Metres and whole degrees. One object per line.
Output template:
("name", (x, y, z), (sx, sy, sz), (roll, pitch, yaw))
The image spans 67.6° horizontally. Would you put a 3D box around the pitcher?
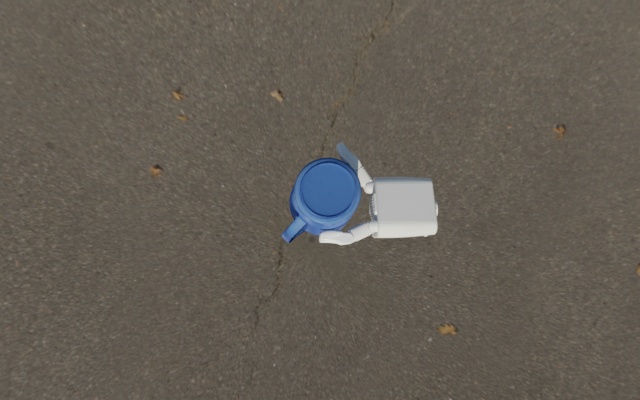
("pitcher", (0.000, 0.003, 0.869), (0.145, 0.149, 0.243), (1, -5, -2))
